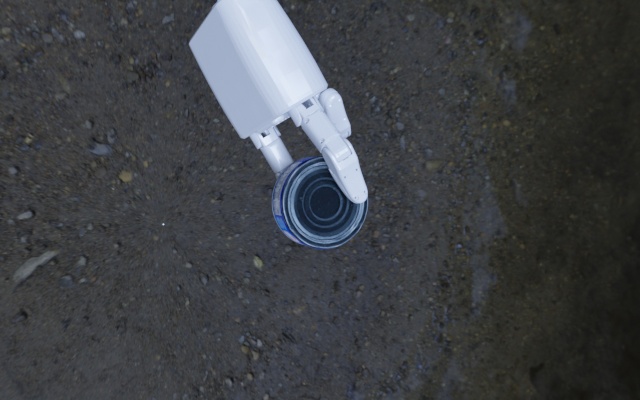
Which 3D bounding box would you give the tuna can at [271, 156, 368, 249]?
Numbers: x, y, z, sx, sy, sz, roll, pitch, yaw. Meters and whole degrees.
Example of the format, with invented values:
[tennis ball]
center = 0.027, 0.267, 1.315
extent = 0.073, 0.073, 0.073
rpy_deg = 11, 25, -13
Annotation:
[tuna can]
center = 0.000, 0.002, 0.441
extent = 0.086, 0.086, 0.034
rpy_deg = 0, 2, -21
